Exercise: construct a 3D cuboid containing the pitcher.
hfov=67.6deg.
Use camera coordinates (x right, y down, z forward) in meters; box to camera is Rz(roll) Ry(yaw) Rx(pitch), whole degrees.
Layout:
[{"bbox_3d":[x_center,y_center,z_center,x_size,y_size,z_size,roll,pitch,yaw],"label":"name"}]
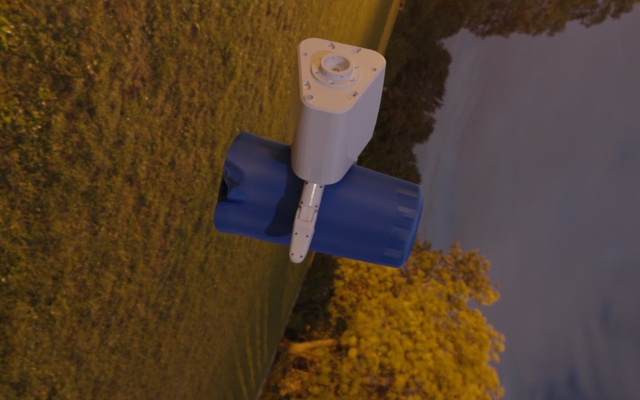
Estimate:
[{"bbox_3d":[0.000,0.002,0.613,0.243,0.149,0.145,15,-36,5],"label":"pitcher"}]
